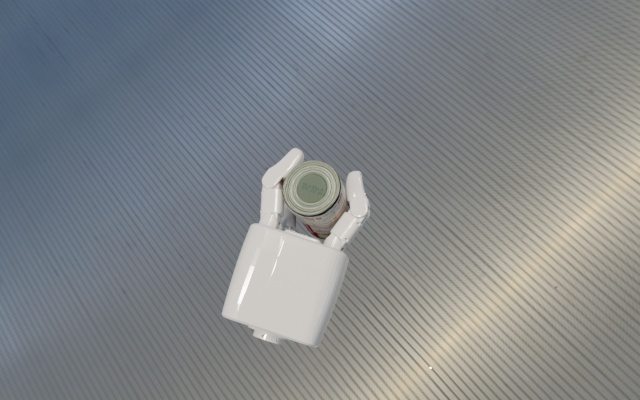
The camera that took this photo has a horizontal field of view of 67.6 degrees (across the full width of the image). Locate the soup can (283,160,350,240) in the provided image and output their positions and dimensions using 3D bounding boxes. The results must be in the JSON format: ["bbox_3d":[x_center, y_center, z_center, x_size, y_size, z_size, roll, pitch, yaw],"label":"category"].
[{"bbox_3d":[0.000,0.001,0.569,0.068,0.068,0.102,0,-19,13],"label":"soup can"}]
